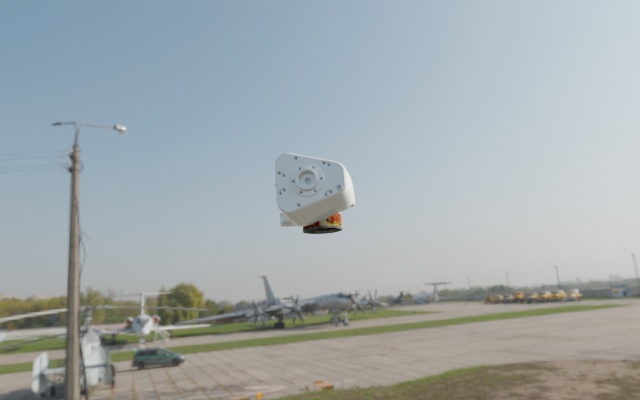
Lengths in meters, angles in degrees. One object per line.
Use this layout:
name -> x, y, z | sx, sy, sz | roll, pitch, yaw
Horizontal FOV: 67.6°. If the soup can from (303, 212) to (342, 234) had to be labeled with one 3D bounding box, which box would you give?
soup can -> 0.000, 0.002, 0.824 | 0.068, 0.102, 0.068 | -4, -12, -1
